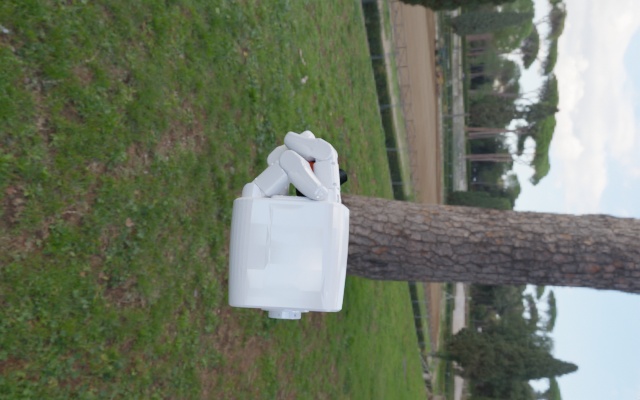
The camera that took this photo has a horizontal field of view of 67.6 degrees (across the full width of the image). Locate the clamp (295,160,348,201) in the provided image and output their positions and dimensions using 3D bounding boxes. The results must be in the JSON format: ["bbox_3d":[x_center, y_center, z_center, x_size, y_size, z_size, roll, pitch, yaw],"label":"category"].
[{"bbox_3d":[0.001,0.002,0.581,0.039,0.120,0.171,0,-11,17],"label":"clamp"}]
